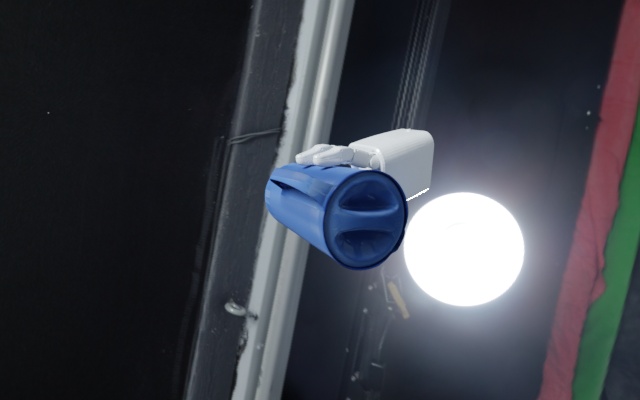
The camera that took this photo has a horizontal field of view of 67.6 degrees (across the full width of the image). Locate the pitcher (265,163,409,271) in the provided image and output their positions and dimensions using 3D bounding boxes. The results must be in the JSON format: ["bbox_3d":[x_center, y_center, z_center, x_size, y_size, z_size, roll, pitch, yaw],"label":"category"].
[{"bbox_3d":[0.000,0.002,0.711,0.145,0.149,0.243,-20,19,-24],"label":"pitcher"}]
